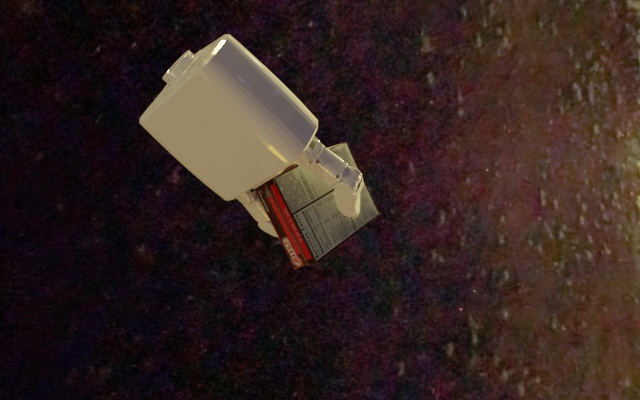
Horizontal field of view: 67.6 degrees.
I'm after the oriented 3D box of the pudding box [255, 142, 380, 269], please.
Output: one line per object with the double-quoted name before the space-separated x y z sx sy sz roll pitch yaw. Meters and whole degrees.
"pudding box" 0.000 0.001 0.473 0.113 0.090 0.039 -32 10 -41
